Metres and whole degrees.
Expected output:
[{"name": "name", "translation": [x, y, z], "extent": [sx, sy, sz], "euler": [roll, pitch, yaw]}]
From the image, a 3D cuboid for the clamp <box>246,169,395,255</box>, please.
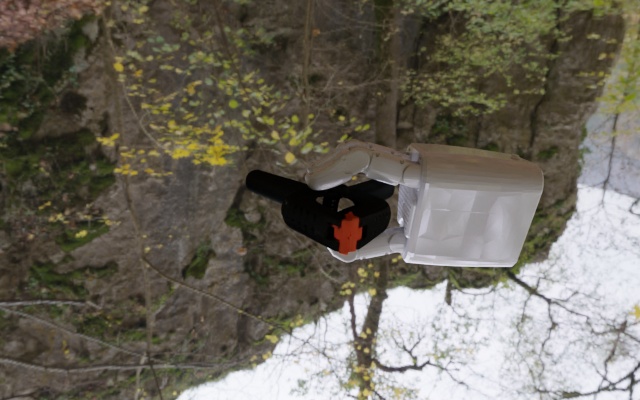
[{"name": "clamp", "translation": [0.000, 0.002, 0.446], "extent": [0.164, 0.036, 0.210], "euler": [3, 13, 0]}]
